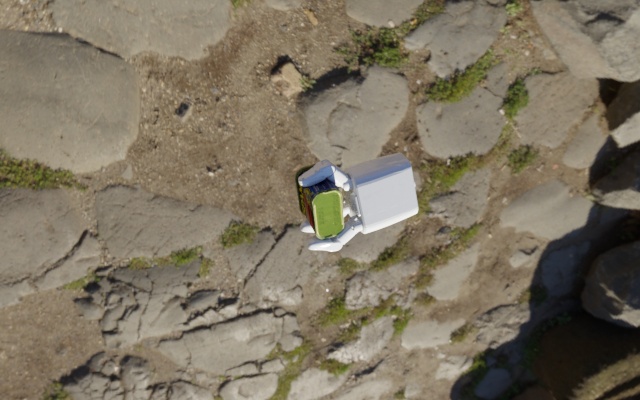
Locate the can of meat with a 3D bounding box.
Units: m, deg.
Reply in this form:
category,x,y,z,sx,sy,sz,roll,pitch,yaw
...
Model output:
category,x,y,z,sx,sy,sz,roll,pitch,yaw
can of meat,0.000,0.003,0.808,0.057,0.102,0.084,-16,37,-13
